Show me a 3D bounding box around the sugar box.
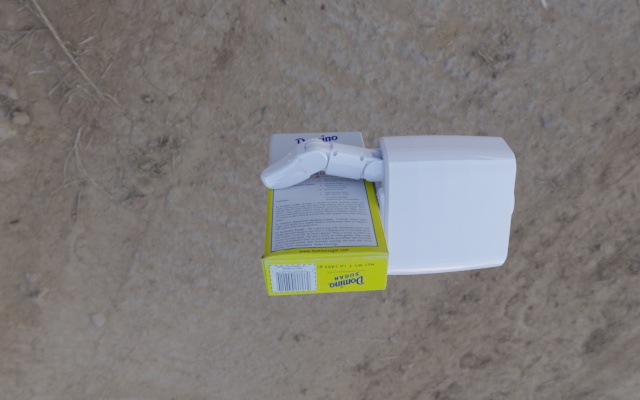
[{"bbox_3d":[0.000,0.002,0.418,0.093,0.048,0.176,-2,36,-1],"label":"sugar box"}]
